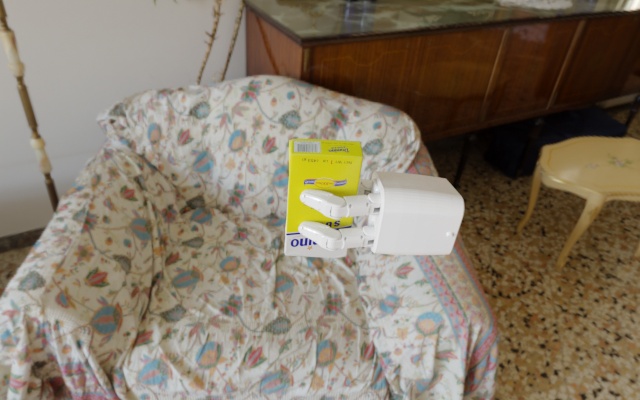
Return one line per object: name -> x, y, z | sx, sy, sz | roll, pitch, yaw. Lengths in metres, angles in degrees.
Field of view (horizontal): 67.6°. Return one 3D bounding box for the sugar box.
sugar box -> 0.000, 0.002, 0.649 | 0.093, 0.176, 0.048 | 2, 36, -3
